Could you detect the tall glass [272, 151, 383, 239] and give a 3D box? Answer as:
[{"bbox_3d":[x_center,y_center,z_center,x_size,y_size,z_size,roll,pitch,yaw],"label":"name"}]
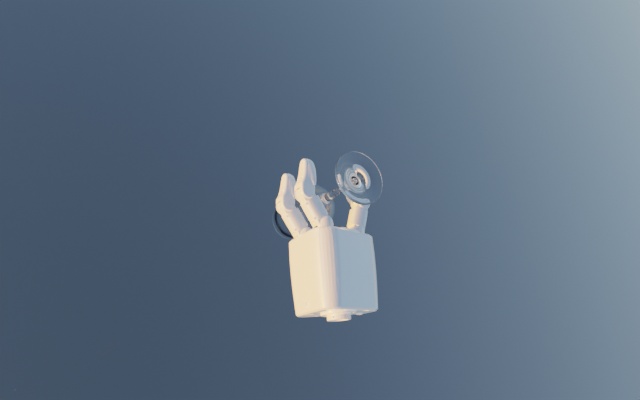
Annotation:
[{"bbox_3d":[0.001,0.002,0.697,0.079,0.079,0.201,0,-18,-33],"label":"tall glass"}]
